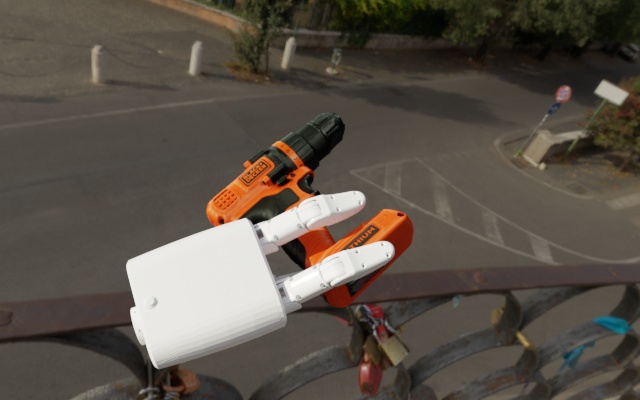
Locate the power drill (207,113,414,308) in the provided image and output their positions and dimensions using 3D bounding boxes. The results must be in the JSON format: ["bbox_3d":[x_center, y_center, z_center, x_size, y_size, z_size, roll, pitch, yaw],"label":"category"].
[{"bbox_3d":[0.000,0.002,0.483,0.187,0.184,0.057,37,-16,36],"label":"power drill"}]
